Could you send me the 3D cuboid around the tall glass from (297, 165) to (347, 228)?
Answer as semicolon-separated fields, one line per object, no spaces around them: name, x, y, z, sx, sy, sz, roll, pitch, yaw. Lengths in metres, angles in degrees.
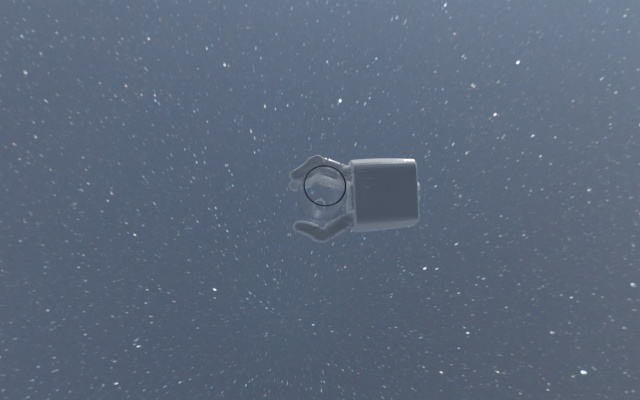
tall glass;0.000;0.003;0.778;0.079;0.079;0.201;0;-14;-4
